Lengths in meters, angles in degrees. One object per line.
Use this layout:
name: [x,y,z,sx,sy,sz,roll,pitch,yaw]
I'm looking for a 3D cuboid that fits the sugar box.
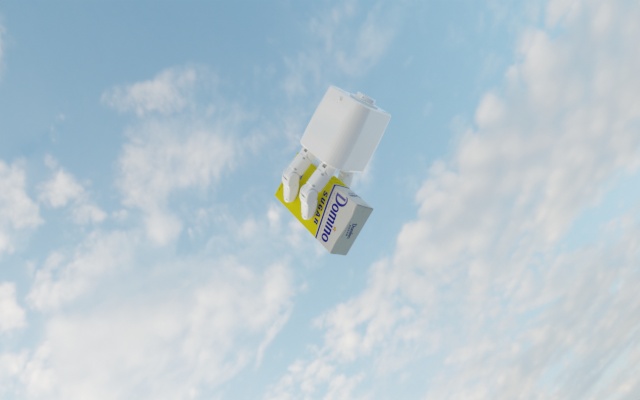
sugar box: [0.000,0.002,0.792,0.048,0.093,0.176,13,22,-43]
